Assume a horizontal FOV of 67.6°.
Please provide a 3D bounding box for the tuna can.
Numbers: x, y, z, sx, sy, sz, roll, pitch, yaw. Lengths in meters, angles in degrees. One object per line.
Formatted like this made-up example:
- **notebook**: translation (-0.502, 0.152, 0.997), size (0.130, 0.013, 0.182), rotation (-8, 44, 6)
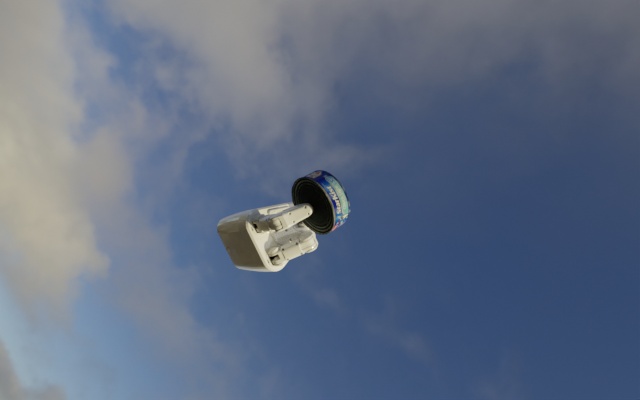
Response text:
- **tuna can**: translation (0.001, 0.002, 0.662), size (0.033, 0.086, 0.086), rotation (-29, 17, -35)
